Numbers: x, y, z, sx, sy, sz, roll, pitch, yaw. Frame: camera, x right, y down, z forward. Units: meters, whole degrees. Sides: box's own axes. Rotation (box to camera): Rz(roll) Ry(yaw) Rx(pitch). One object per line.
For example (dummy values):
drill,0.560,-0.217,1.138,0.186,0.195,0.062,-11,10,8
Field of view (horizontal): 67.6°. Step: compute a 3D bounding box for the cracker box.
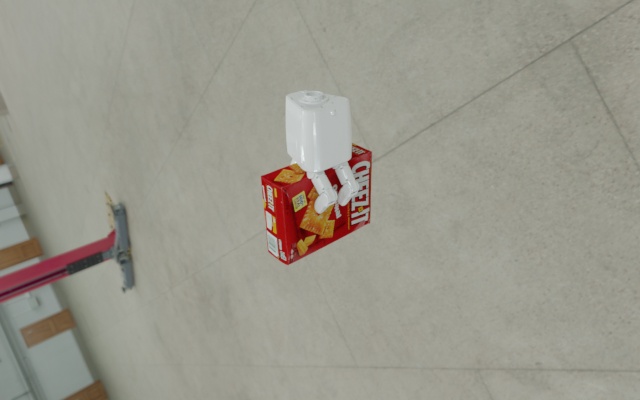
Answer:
cracker box,0.000,0.003,0.887,0.213,0.164,0.072,-24,37,-33
